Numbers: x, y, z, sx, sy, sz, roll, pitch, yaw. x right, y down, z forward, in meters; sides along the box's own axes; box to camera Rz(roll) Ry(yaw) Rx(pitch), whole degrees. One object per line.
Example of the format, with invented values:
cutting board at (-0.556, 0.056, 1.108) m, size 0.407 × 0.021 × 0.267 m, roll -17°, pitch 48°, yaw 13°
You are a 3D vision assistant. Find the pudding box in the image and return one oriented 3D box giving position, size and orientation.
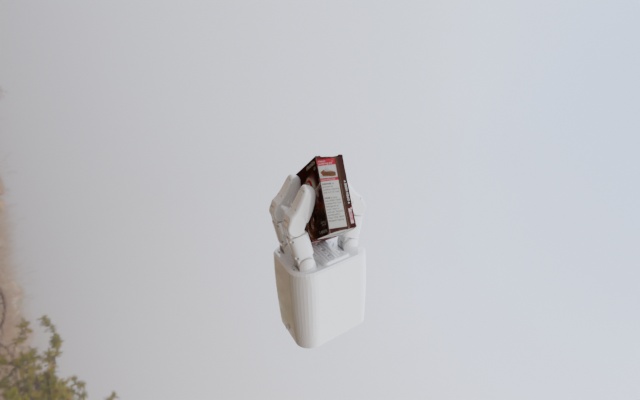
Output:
pudding box at (0.000, 0.002, 0.580) m, size 0.039 × 0.090 × 0.113 m, roll -8°, pitch -9°, yaw -22°
